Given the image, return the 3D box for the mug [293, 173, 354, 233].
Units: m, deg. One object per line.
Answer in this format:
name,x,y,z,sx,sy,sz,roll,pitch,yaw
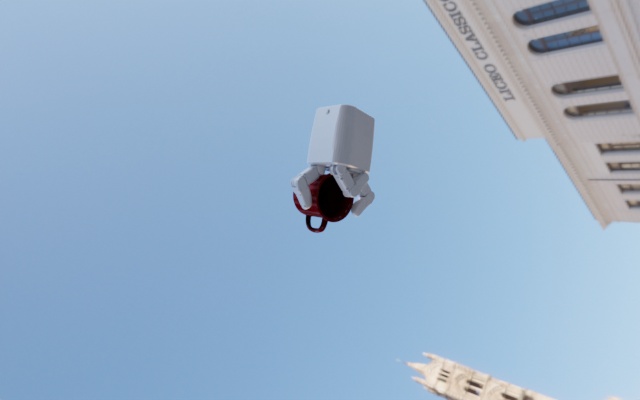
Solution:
mug,0.000,0.004,0.898,0.093,0.117,0.081,14,-5,-40
